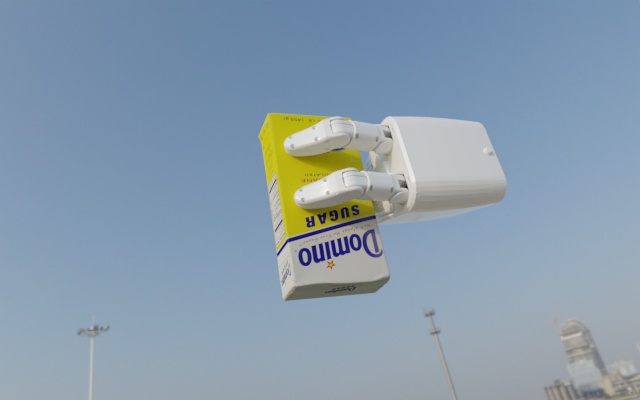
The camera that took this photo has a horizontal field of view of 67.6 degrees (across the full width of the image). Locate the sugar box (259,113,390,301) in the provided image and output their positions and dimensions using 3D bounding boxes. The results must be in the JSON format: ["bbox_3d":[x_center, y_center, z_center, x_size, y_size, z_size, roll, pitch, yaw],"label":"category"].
[{"bbox_3d":[0.000,0.001,0.453,0.093,0.176,0.048,-1,-29,-21],"label":"sugar box"}]
